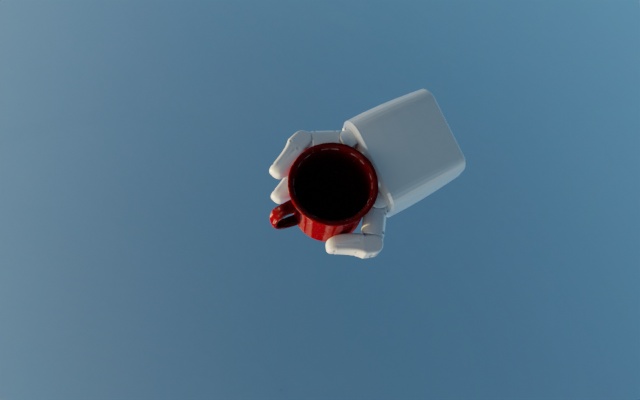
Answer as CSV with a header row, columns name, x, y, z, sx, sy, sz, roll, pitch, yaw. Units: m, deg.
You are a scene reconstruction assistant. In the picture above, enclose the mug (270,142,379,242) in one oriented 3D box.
name,x,y,z,sx,sy,sz,roll,pitch,yaw
mug,-0.001,0.002,0.519,0.117,0.093,0.081,-26,-17,-13
